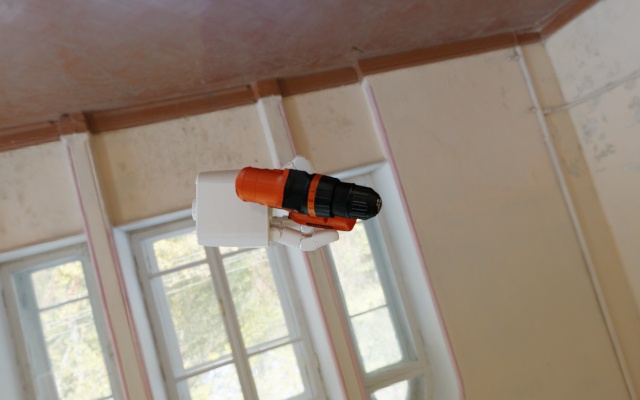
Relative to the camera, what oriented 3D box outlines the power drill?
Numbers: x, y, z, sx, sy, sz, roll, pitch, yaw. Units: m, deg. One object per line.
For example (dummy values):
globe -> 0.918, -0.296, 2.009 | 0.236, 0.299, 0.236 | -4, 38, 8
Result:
power drill -> 0.000, 0.002, 0.645 | 0.184, 0.057, 0.188 | 11, -8, 16
